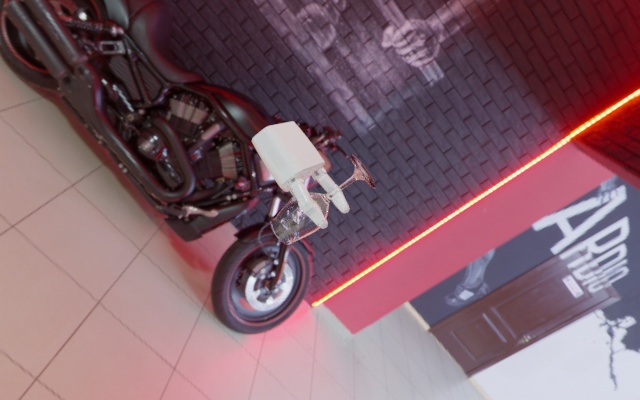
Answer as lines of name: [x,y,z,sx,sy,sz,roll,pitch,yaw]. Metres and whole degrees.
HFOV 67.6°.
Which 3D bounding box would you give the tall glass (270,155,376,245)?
tall glass: [0.001,0.003,0.890,0.201,0.079,0.079,-36,-11,16]
